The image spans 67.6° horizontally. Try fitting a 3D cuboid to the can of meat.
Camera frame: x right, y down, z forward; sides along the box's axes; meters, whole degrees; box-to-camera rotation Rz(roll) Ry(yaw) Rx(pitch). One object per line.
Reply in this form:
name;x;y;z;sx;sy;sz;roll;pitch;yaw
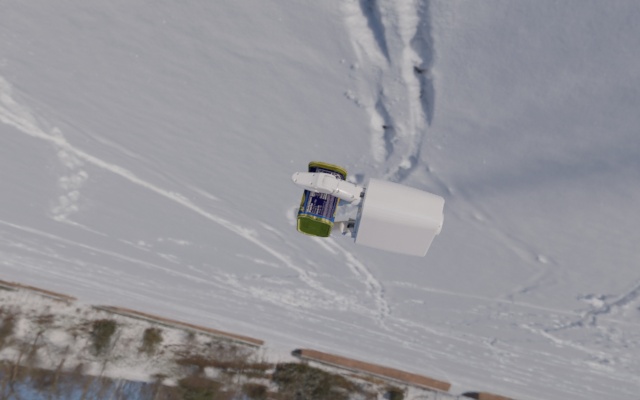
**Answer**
can of meat;0.000;0.003;0.696;0.057;0.084;0.102;13;-18;2
